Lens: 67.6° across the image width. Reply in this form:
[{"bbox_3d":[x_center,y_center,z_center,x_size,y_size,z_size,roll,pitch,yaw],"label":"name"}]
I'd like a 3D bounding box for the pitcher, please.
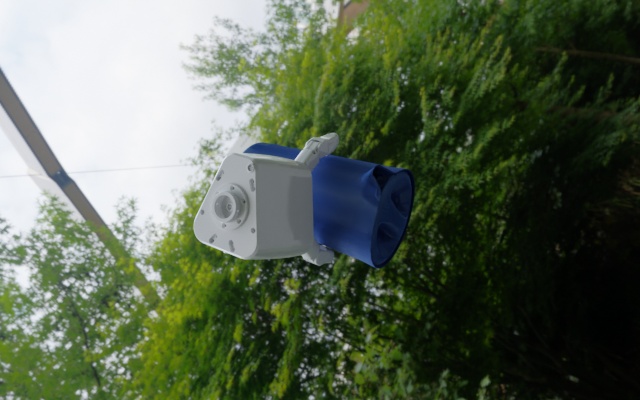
[{"bbox_3d":[0.000,0.002,0.673,0.243,0.149,0.145,17,10,28],"label":"pitcher"}]
